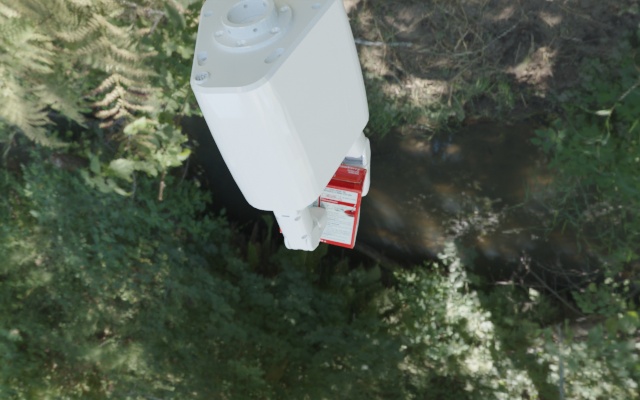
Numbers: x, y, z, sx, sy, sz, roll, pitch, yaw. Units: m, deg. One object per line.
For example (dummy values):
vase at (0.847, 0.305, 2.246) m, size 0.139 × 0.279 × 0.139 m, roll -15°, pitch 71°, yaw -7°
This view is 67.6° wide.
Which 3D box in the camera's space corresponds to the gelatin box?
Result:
gelatin box at (0.000, 0.002, 0.432) m, size 0.073 × 0.030 × 0.089 m, roll 11°, pitch -38°, yaw 7°
